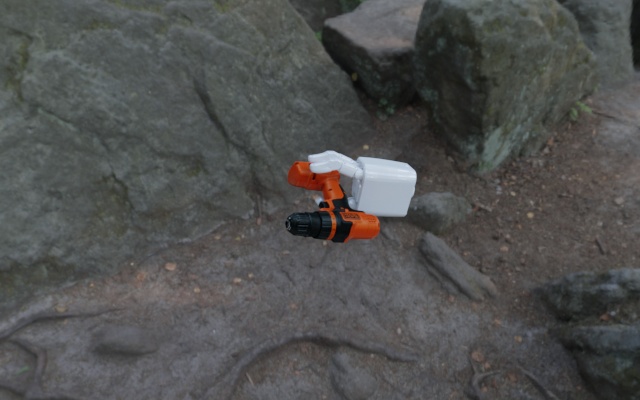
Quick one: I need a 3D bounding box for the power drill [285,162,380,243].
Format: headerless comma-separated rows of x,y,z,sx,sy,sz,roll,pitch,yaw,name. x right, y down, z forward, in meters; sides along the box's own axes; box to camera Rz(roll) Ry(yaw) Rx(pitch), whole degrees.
0.000,0.003,0.896,0.184,0.057,0.187,6,38,-30,power drill
